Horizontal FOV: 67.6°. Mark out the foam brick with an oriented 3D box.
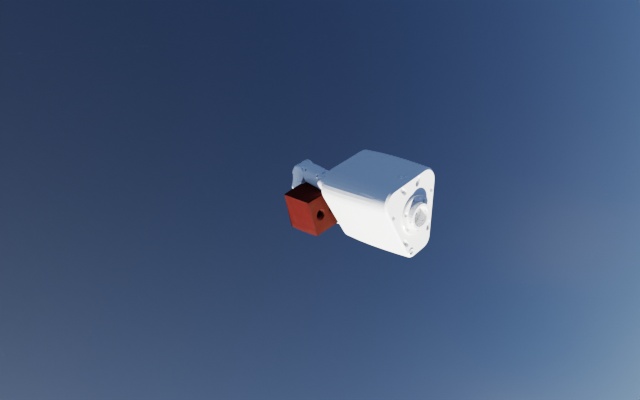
[{"bbox_3d":[0.000,0.002,0.642,0.078,0.053,0.051,-33,35,-31],"label":"foam brick"}]
